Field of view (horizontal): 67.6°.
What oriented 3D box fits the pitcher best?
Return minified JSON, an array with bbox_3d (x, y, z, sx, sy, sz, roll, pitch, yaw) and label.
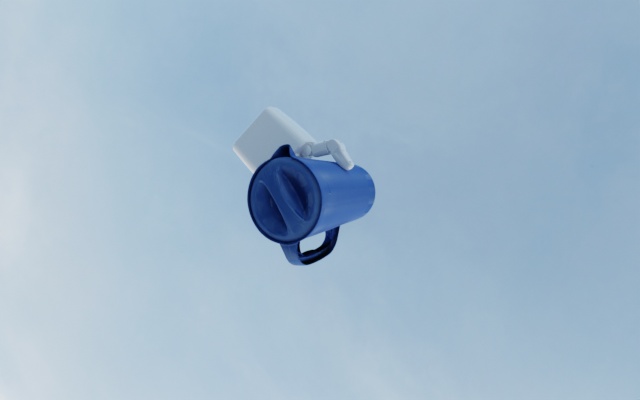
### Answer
[{"bbox_3d":[0.000,0.002,0.806,0.145,0.149,0.243,43,23,20],"label":"pitcher"}]
